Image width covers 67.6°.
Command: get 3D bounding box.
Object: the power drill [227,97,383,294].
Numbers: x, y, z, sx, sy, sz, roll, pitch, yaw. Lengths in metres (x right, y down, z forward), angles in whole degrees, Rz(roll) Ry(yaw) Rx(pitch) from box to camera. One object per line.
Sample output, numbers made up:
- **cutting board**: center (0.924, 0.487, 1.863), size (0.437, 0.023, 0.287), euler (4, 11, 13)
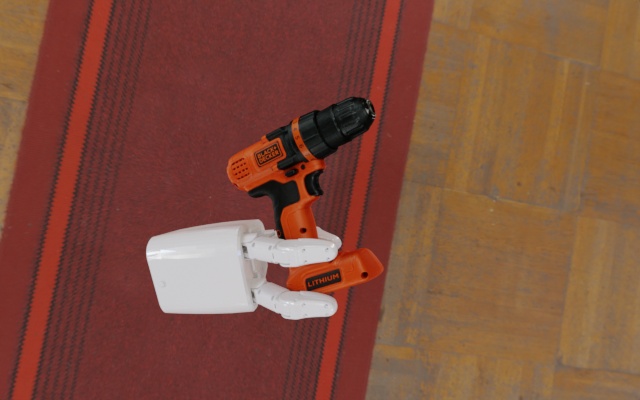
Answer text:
- **power drill**: center (0.000, 0.002, 0.514), size (0.184, 0.187, 0.057), euler (-23, -7, 27)
